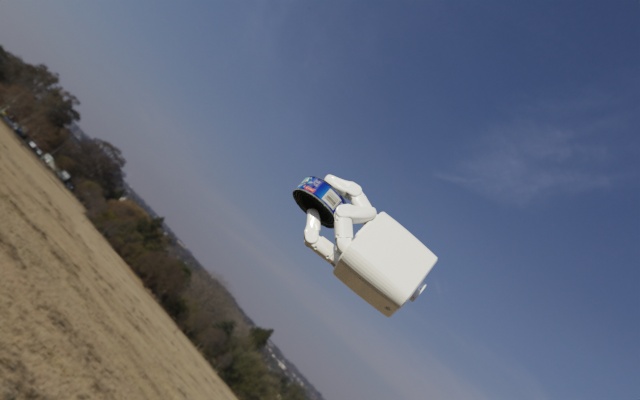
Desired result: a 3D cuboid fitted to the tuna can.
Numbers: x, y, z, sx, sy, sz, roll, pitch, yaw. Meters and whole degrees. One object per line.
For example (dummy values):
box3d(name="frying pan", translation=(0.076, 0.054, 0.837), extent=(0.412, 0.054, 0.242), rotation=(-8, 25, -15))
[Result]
box3d(name="tuna can", translation=(0.000, 0.002, 0.742), extent=(0.086, 0.033, 0.086), rotation=(35, -22, 16))
